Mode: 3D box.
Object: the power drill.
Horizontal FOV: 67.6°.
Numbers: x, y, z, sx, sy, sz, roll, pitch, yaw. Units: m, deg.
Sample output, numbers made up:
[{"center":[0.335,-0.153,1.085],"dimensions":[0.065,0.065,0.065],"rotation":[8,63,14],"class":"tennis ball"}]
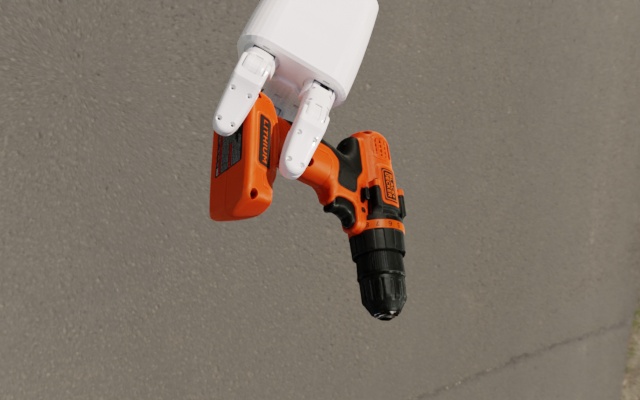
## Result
[{"center":[0.000,0.001,0.404],"dimensions":[0.188,0.184,0.057],"rotation":[21,-37,-40],"class":"power drill"}]
